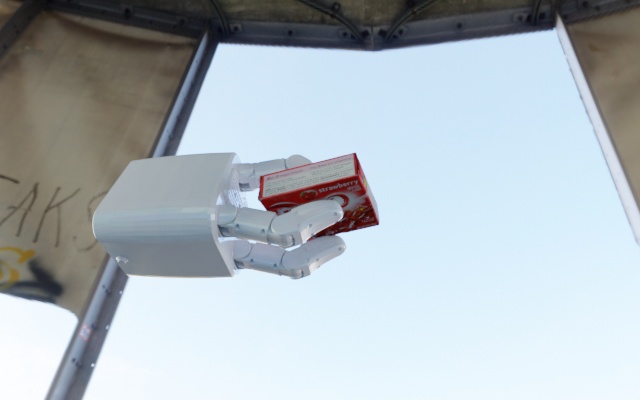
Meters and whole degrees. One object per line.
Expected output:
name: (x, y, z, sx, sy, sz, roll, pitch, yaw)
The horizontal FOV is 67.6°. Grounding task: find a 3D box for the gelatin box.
gelatin box: (0.000, 0.001, 0.418, 0.089, 0.030, 0.073, -14, -40, 13)
